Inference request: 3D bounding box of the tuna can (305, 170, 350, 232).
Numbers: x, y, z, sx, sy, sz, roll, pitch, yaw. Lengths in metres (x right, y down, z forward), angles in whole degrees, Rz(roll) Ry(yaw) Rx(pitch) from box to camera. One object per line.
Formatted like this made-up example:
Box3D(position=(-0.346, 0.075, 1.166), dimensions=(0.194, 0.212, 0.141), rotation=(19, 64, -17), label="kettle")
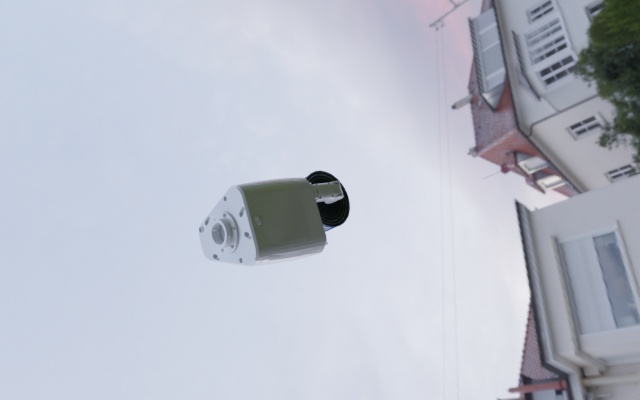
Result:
Box3D(position=(0.000, 0.002, 0.689), dimensions=(0.086, 0.086, 0.034), rotation=(0, -20, -42), label="tuna can")
